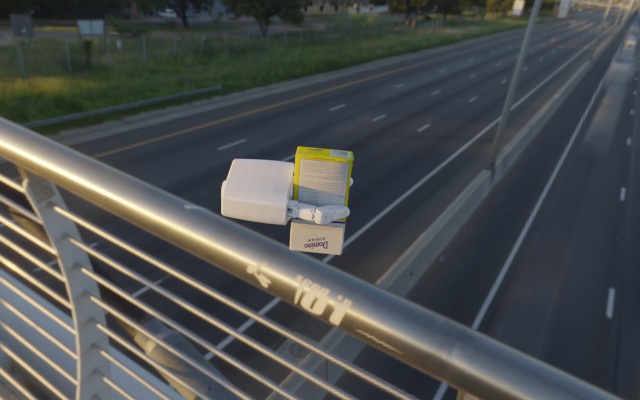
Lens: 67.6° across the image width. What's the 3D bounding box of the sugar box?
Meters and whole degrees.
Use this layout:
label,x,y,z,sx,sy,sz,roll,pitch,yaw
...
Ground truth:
label,x,y,z,sx,sy,sz,roll,pitch,yaw
sugar box,0.000,0.002,0.801,0.093,0.176,0.048,6,26,0
